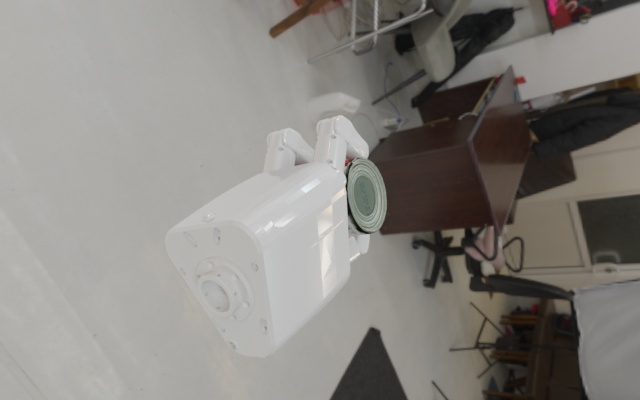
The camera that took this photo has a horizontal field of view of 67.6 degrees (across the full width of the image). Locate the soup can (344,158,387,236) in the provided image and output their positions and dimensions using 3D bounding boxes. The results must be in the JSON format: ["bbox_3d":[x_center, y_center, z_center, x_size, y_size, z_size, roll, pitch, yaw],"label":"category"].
[{"bbox_3d":[0.001,0.001,0.436,0.102,0.068,0.068,-8,-5,36],"label":"soup can"}]
